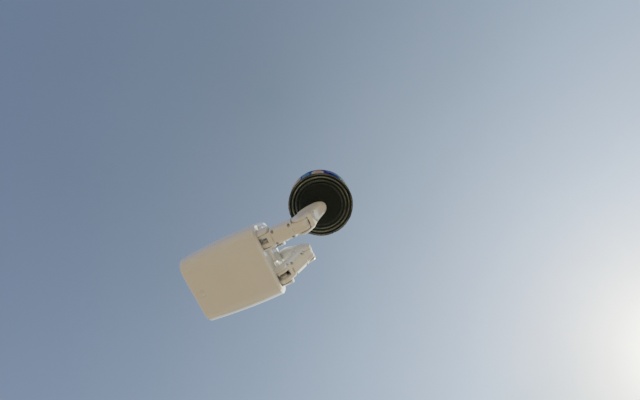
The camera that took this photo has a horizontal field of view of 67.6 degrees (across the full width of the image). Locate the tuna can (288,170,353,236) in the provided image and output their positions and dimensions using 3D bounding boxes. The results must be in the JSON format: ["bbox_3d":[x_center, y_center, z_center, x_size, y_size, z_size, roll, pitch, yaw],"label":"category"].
[{"bbox_3d":[0.000,0.002,0.646,0.086,0.086,0.033,0,15,0],"label":"tuna can"}]
